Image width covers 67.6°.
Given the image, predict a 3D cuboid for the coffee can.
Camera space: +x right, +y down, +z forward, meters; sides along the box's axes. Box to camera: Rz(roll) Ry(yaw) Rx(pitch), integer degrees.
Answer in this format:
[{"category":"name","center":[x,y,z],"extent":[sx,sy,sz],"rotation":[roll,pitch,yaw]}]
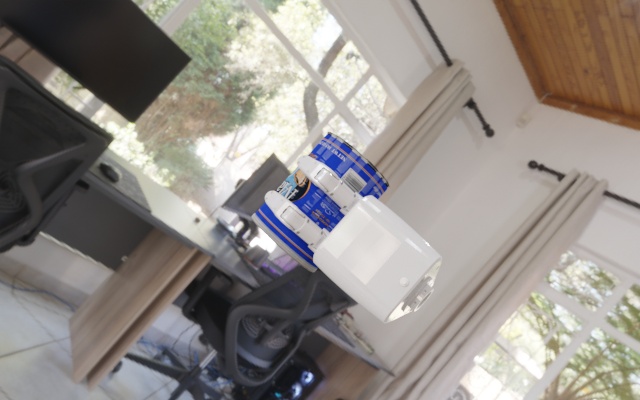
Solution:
[{"category":"coffee can","center":[0.000,0.002,0.586],"extent":[0.103,0.140,0.103],"rotation":[42,-2,2]}]
